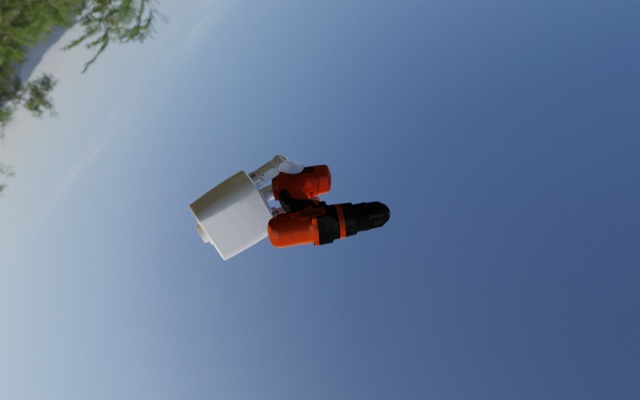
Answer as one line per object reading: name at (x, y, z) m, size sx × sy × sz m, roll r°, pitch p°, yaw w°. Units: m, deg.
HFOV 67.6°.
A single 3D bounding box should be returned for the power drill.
power drill at (0.000, 0.002, 0.764) m, size 0.184 × 0.057 × 0.187 m, roll -8°, pitch 26°, yaw -9°
